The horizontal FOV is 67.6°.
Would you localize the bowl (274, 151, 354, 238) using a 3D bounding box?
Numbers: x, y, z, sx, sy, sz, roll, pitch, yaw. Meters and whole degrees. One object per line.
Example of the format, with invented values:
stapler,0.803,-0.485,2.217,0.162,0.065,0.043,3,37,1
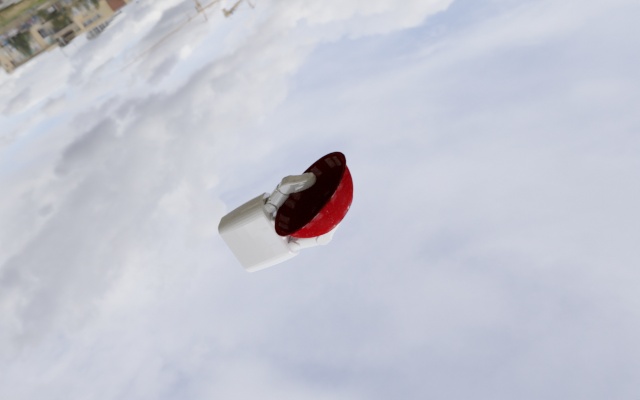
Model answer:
bowl,0.001,0.002,0.747,0.055,0.162,0.162,38,-17,-23
